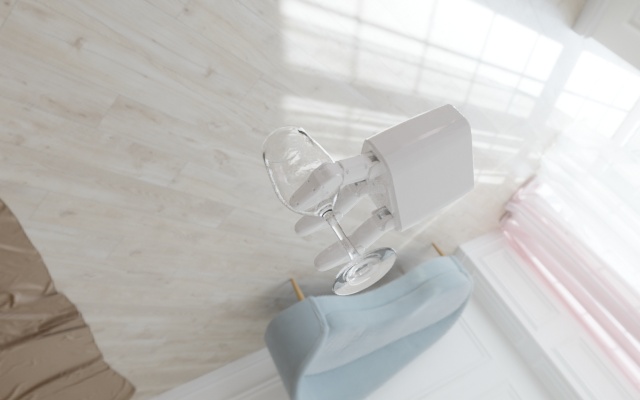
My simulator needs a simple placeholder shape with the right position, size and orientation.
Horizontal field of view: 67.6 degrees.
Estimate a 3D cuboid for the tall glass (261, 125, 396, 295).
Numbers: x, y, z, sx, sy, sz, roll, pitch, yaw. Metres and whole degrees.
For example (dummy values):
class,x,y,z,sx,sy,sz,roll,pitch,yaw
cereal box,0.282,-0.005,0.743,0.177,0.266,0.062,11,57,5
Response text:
class,x,y,z,sx,sy,sz,roll,pitch,yaw
tall glass,0.000,0.002,0.532,0.079,0.201,0.079,-22,-34,-16
